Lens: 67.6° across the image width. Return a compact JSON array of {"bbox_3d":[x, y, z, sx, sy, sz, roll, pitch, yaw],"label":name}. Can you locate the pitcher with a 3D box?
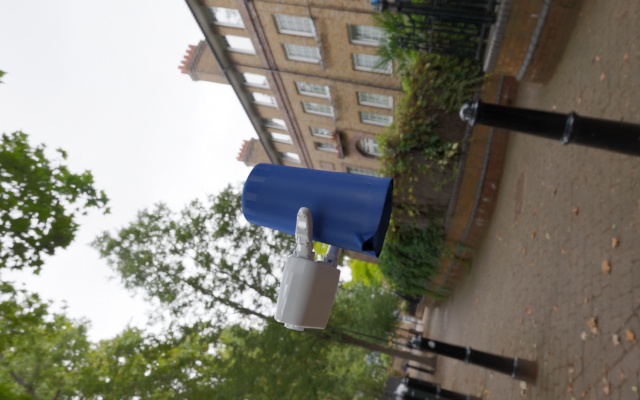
[{"bbox_3d":[0.000,0.003,0.811,0.243,0.145,0.149,11,-7,14],"label":"pitcher"}]
